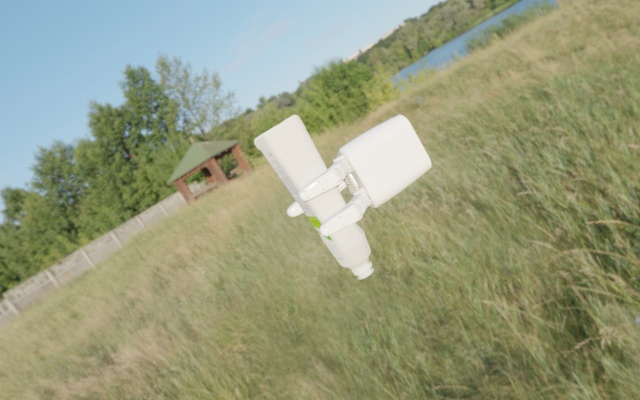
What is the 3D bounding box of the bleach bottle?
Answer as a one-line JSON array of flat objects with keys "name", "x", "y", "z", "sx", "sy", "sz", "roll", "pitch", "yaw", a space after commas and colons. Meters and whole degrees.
[{"name": "bleach bottle", "x": 0.000, "y": 0.002, "z": 0.689, "sx": 0.068, "sy": 0.251, "sz": 0.102, "roll": -33, "pitch": 10, "yaw": -10}]
